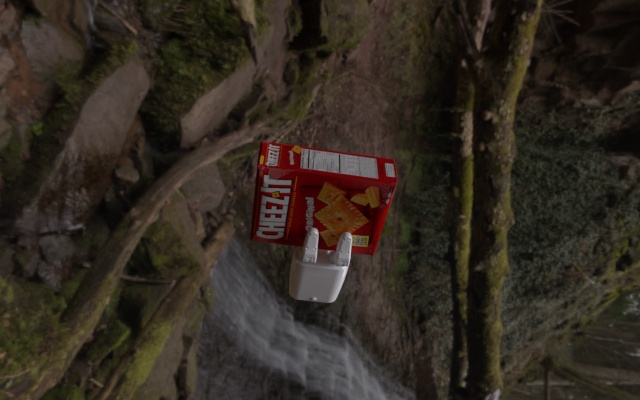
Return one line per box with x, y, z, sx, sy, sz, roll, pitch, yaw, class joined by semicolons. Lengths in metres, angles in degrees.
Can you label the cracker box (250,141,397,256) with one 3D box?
0.000;0.002;0.771;0.214;0.164;0.072;7;41;-6;cracker box
